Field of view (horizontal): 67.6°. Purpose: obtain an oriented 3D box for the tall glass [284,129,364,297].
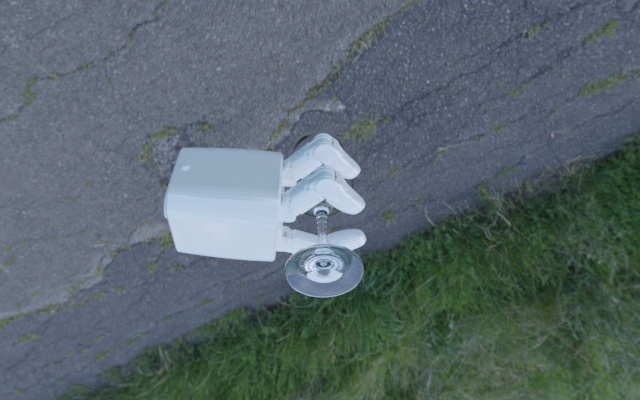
[{"bbox_3d":[0.000,0.002,0.517,0.079,0.079,0.200,0,41,-2],"label":"tall glass"}]
